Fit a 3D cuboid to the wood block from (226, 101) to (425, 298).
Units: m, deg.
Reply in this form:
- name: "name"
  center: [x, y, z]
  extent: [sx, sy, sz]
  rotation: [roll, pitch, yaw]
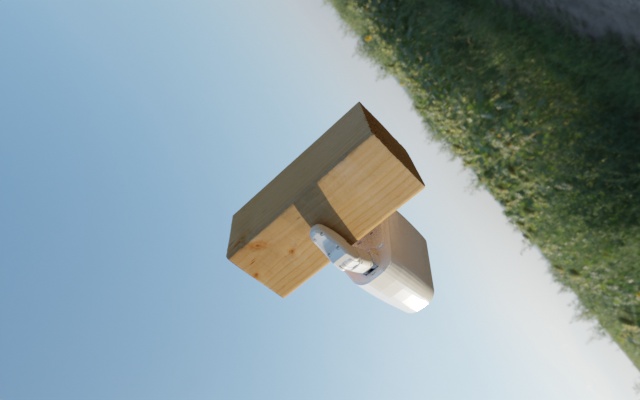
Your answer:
- name: "wood block"
  center: [0.000, 0.002, 0.533]
  extent: [0.090, 0.206, 0.090]
  rotation: [41, 20, -25]
